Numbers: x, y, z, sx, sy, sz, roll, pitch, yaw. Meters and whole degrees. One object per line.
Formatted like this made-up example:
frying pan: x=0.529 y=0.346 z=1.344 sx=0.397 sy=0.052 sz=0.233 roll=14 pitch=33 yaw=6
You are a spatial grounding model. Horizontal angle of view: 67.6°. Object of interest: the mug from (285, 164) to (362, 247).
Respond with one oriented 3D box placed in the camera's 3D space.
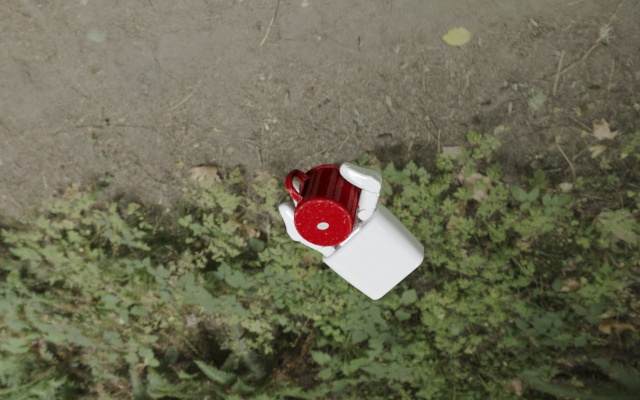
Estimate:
mug: x=-0.001 y=0.001 z=0.656 sx=0.093 sy=0.117 sz=0.081 roll=-40 pitch=19 yaw=30
